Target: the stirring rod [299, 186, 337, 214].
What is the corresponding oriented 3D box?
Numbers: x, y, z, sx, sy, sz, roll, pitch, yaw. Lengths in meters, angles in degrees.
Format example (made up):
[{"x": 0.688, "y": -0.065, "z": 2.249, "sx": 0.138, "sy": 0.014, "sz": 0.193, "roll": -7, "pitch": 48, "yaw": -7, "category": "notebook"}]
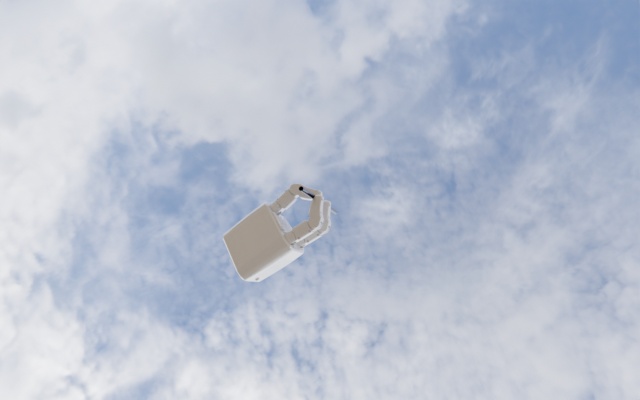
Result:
[{"x": 0.000, "y": 0.003, "z": 0.880, "sx": 0.011, "sy": 0.011, "sz": 0.239, "roll": 0, "pitch": -11, "yaw": 15, "category": "stirring rod"}]
